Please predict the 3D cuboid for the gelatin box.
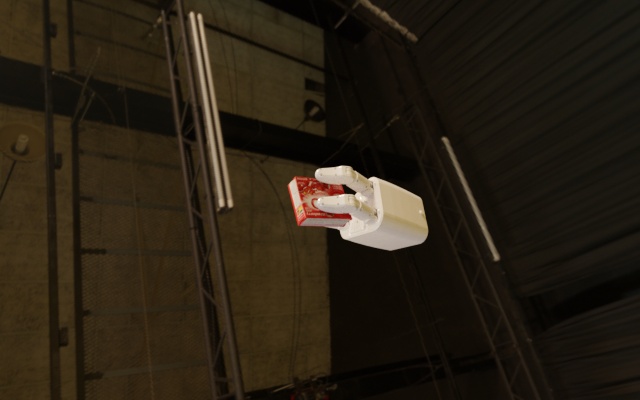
[{"bbox_3d":[0.000,0.003,0.746,0.089,0.073,0.030,3,-32,-33],"label":"gelatin box"}]
